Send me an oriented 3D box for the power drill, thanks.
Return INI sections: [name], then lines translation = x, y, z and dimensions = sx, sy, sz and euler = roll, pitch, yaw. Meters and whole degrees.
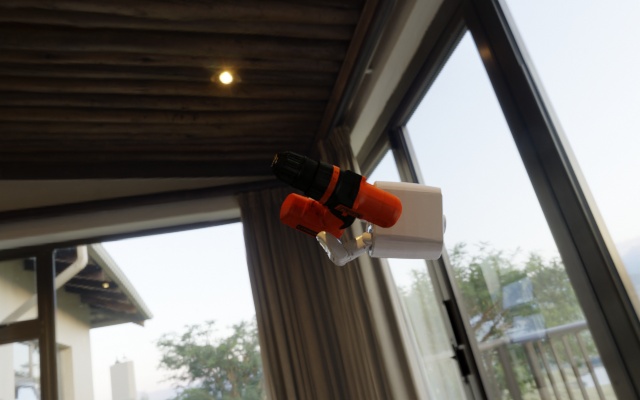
[power drill]
translation = 0.000, 0.002, 0.686
dimensions = 0.184, 0.057, 0.188
euler = 25, -19, -11
